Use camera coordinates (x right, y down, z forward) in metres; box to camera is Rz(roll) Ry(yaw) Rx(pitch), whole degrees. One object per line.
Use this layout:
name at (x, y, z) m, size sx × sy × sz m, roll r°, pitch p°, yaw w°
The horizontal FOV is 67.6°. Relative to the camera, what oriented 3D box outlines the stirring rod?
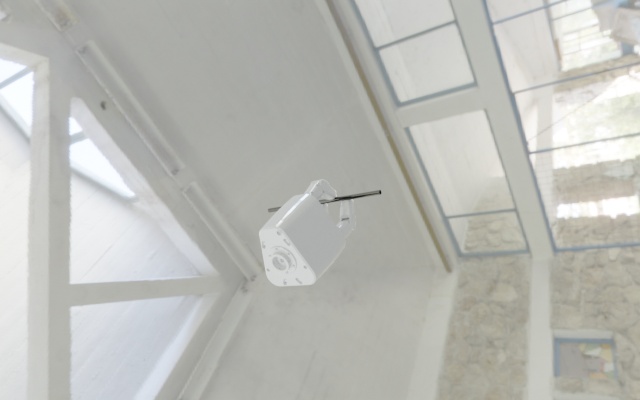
stirring rod at (0.000, 0.003, 0.859) m, size 0.239 × 0.011 × 0.011 m, roll -9°, pitch -5°, yaw 33°
